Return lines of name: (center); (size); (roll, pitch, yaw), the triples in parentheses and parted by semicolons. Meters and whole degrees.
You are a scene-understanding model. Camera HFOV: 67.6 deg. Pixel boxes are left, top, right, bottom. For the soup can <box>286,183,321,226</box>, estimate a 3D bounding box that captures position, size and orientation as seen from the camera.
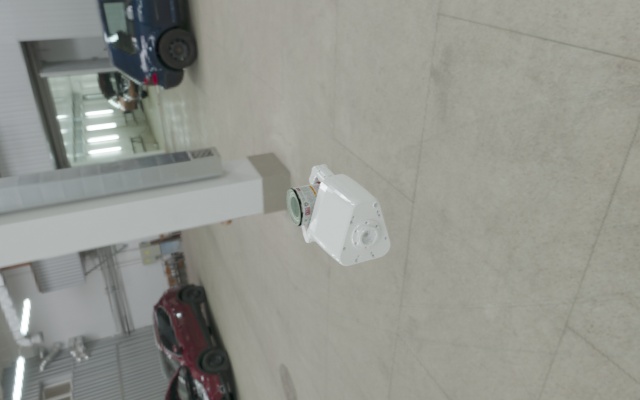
soup can: (0.000, 0.002, 0.826); (0.102, 0.068, 0.068); (-12, 4, -22)
